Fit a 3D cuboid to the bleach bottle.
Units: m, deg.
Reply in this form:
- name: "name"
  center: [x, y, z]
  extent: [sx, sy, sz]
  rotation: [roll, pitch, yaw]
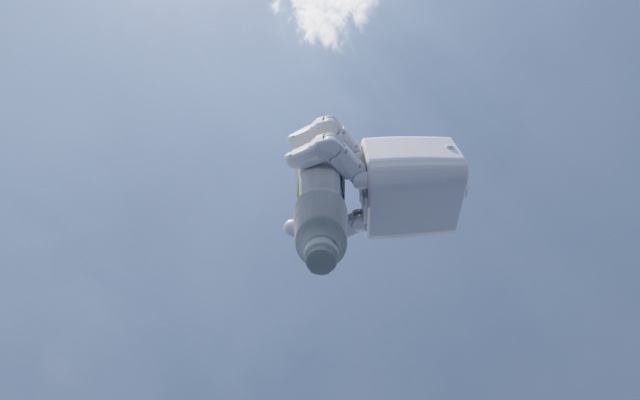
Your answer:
- name: "bleach bottle"
  center: [0.000, 0.002, 0.534]
  extent: [0.068, 0.103, 0.250]
  rotation: [-2, 29, 1]
